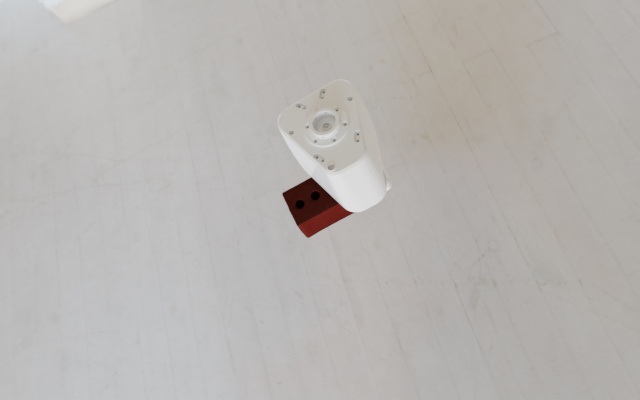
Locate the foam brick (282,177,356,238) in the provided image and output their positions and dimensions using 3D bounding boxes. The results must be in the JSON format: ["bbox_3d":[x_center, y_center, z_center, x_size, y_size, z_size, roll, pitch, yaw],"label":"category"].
[{"bbox_3d":[0.000,0.002,0.609,0.078,0.053,0.051,-29,-26,5],"label":"foam brick"}]
